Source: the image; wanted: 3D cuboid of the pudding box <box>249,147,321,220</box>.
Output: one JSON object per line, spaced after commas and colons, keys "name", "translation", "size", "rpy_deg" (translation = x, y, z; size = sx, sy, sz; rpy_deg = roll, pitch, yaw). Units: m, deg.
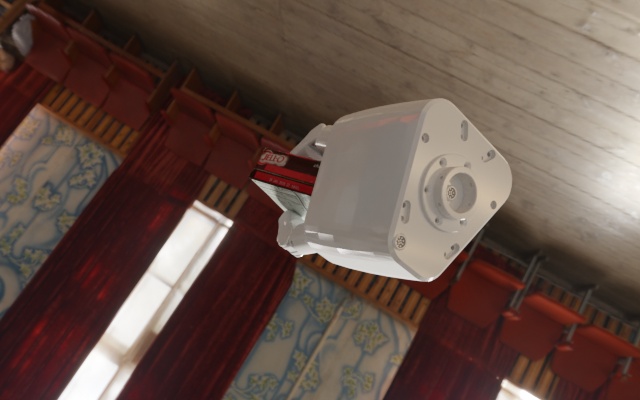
{"name": "pudding box", "translation": [0.000, 0.002, 0.444], "size": [0.090, 0.039, 0.113], "rpy_deg": [19, -20, 35]}
